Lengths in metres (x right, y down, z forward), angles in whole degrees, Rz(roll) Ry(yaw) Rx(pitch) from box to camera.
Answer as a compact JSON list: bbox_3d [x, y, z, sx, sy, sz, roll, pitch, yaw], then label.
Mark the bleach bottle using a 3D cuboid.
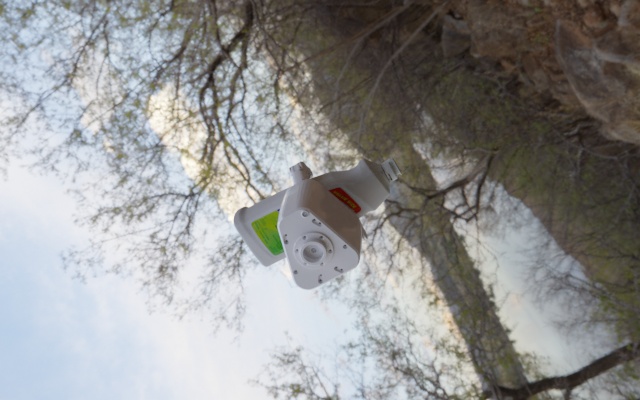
[{"bbox_3d":[0.000,0.002,0.717,0.251,0.102,0.068,-29,16,13],"label":"bleach bottle"}]
